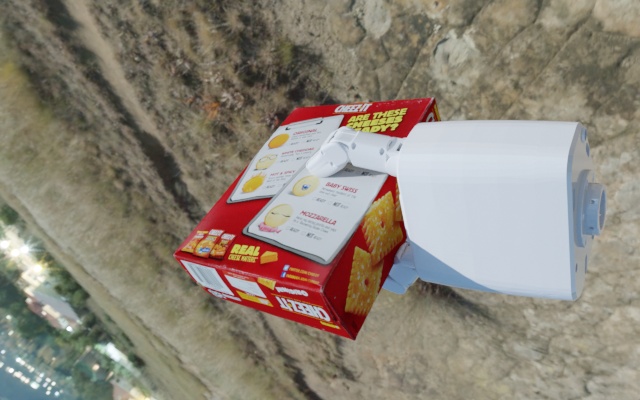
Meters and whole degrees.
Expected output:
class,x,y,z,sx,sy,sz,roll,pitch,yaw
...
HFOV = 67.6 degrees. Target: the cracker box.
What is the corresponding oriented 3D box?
class,x,y,z,sx,sy,sz,roll,pitch,yaw
cracker box,0.000,0.001,0.429,0.164,0.072,0.213,5,47,37
